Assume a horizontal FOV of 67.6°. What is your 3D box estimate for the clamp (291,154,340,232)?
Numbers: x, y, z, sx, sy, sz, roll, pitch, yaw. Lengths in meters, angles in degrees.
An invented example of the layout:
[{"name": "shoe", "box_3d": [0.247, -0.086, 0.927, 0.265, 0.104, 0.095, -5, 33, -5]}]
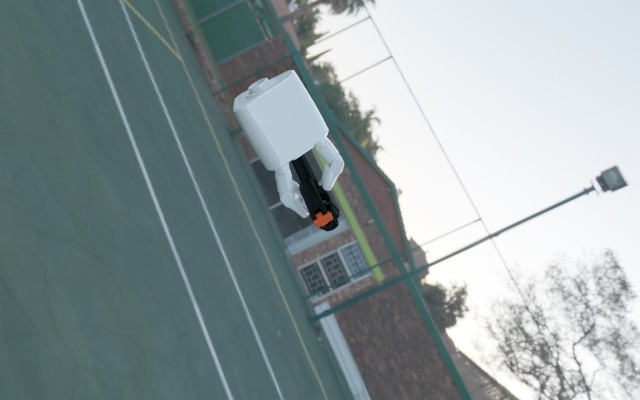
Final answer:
[{"name": "clamp", "box_3d": [0.001, 0.002, 0.800, 0.036, 0.165, 0.210, -31, 26, 6]}]
